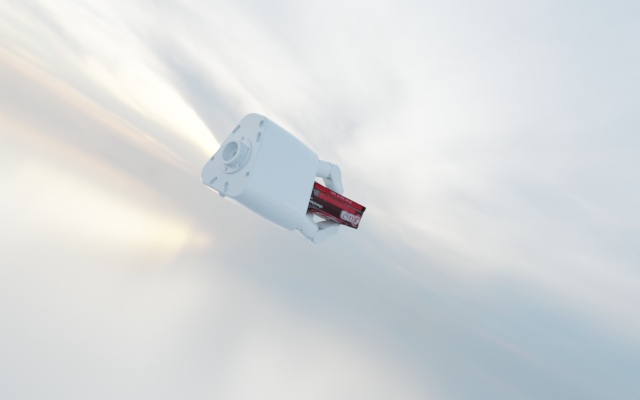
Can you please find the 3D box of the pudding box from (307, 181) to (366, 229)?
[{"bbox_3d":[0.000,0.002,0.682,0.090,0.039,0.113,28,-4,-21],"label":"pudding box"}]
